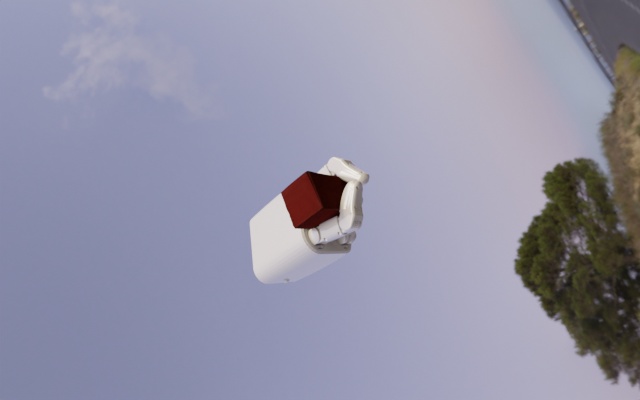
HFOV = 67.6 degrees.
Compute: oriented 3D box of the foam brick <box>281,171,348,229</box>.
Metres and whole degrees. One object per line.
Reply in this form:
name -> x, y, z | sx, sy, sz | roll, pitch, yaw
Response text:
foam brick -> 0.000, 0.002, 0.589 | 0.051, 0.053, 0.078 | -35, -25, 31
